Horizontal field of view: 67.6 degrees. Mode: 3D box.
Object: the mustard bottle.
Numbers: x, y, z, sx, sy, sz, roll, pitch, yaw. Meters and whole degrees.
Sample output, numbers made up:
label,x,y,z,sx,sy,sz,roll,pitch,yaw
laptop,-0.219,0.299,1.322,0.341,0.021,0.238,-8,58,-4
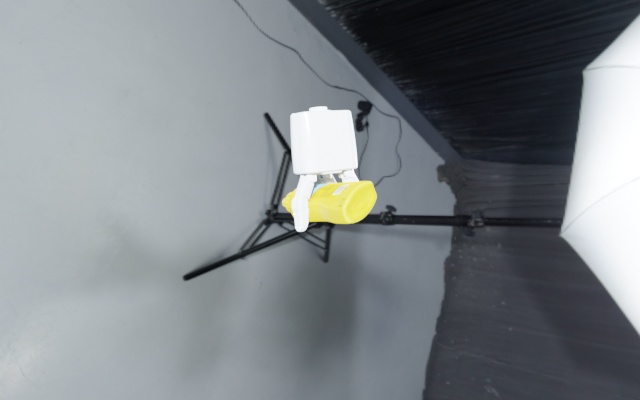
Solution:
label,x,y,z,sx,sy,sz,roll,pitch,yaw
mustard bottle,0.000,0.003,0.863,0.191,0.058,0.096,0,32,43
